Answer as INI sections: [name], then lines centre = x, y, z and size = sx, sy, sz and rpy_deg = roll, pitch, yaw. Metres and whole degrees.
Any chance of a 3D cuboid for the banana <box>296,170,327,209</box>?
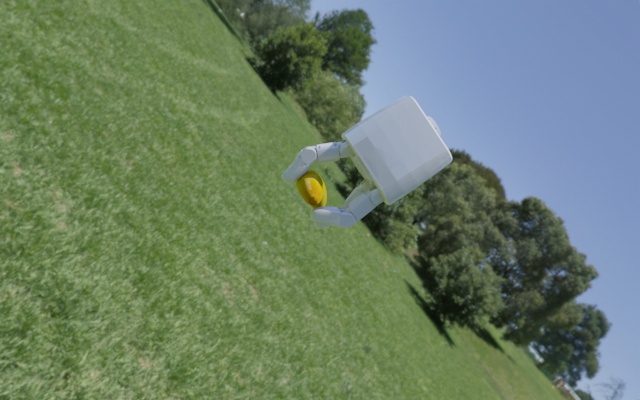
[banana]
centre = -0.009, -0.013, 0.702
size = 0.037, 0.069, 0.198
rpy_deg = -30, -11, 1
